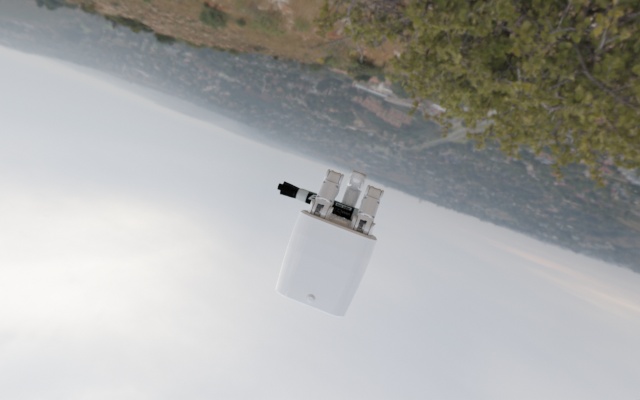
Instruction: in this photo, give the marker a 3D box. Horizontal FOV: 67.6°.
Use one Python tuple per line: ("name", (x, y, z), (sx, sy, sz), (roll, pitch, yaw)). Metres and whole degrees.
("marker", (0.000, 0.002, 0.628), (0.121, 0.020, 0.020), (21, 2, 6))
